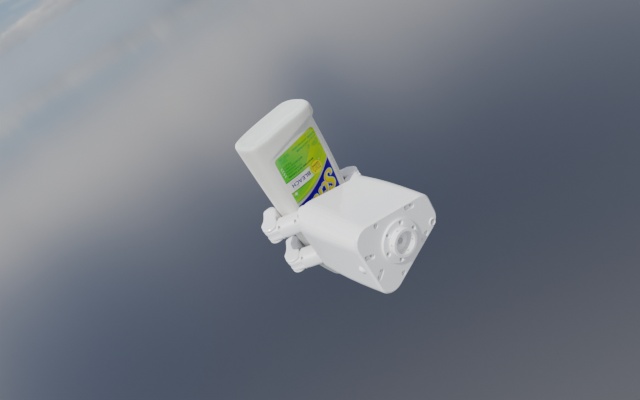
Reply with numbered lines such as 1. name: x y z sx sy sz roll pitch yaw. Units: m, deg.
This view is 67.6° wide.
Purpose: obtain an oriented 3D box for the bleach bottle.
1. bleach bottle: 0.000 0.002 0.614 0.102 0.251 0.068 -44 31 -19
